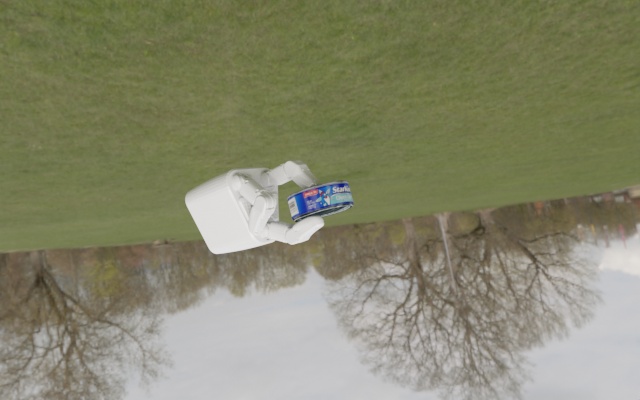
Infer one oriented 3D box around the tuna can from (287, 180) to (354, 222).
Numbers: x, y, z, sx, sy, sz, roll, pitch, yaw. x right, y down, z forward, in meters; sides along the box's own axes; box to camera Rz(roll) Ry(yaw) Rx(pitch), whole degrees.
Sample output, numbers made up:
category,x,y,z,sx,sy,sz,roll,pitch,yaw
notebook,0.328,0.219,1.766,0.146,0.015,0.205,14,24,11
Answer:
category,x,y,z,sx,sy,sz,roll,pitch,yaw
tuna can,0.000,0.003,0.637,0.086,0.033,0.086,-15,-8,-2
